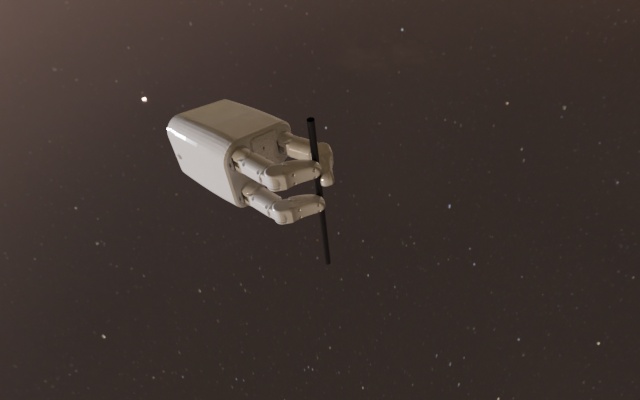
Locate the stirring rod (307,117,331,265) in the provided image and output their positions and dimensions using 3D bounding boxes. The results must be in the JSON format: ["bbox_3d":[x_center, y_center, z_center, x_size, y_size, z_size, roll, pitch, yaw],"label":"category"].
[{"bbox_3d":[0.000,0.002,0.561,0.011,0.011,0.240,0,-43,6],"label":"stirring rod"}]
